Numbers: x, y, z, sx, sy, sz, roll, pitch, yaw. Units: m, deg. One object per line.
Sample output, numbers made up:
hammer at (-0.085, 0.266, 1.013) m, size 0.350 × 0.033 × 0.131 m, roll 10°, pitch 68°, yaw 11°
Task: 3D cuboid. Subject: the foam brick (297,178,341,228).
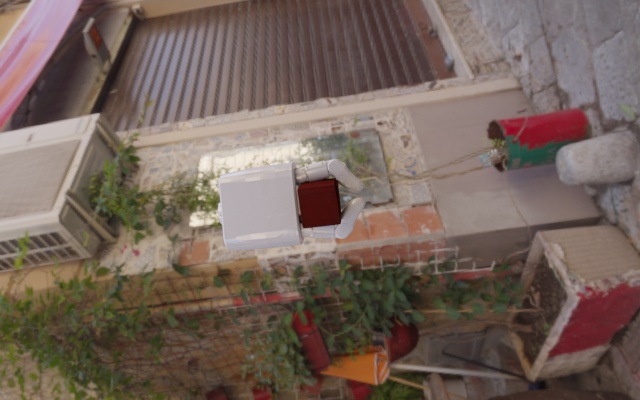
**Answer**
foam brick at (0.000, 0.002, 0.640) m, size 0.051 × 0.053 × 0.078 m, roll -6°, pitch 9°, yaw 3°
